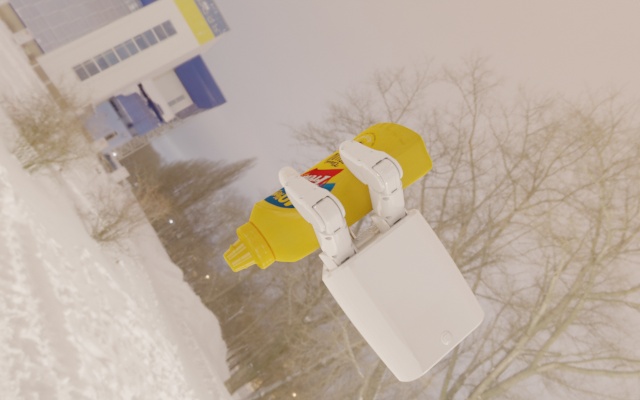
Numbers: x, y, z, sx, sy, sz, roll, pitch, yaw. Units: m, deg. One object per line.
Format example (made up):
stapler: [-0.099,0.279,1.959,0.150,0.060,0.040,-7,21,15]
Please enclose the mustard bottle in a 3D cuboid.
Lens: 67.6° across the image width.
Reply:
mustard bottle: [0.000,0.001,0.423,0.191,0.058,0.096,-35,24,-17]
